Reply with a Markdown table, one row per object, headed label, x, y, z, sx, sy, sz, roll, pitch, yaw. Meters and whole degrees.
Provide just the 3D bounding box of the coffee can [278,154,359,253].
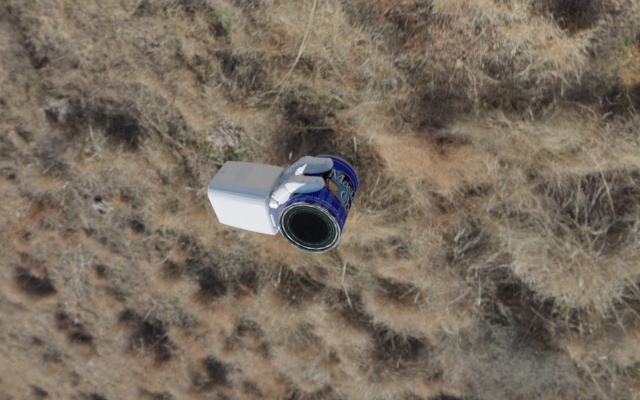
| label | x | y | z | sx | sy | sz | roll | pitch | yaw |
| --- | --- | --- | --- | --- | --- | --- | --- | --- | --- |
| coffee can | 0.000 | 0.003 | 0.799 | 0.103 | 0.103 | 0.140 | 0 | 37 | 19 |
